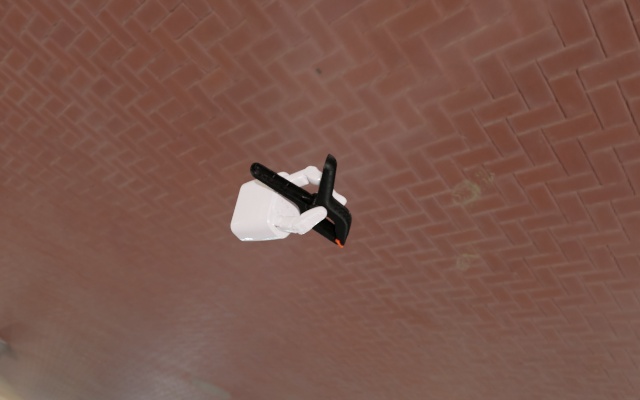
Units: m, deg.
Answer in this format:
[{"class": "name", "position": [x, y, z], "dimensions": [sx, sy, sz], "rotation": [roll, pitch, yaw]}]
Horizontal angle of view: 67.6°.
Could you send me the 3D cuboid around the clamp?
[{"class": "clamp", "position": [0.000, 0.004, 0.787], "dimensions": [0.164, 0.036, 0.210], "rotation": [-8, -46, 41]}]
